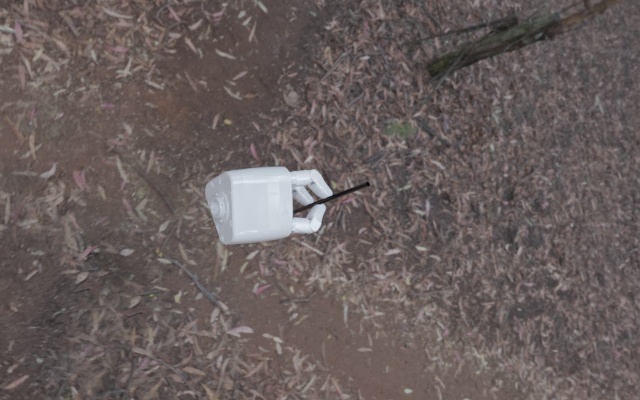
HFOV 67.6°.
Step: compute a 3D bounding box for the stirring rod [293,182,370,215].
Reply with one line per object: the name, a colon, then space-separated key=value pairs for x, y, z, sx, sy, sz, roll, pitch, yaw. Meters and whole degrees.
stirring rod: x=0.000 y=0.003 z=0.819 sx=0.011 sy=0.011 sz=0.239 roll=0 pitch=-13 yaw=-38
